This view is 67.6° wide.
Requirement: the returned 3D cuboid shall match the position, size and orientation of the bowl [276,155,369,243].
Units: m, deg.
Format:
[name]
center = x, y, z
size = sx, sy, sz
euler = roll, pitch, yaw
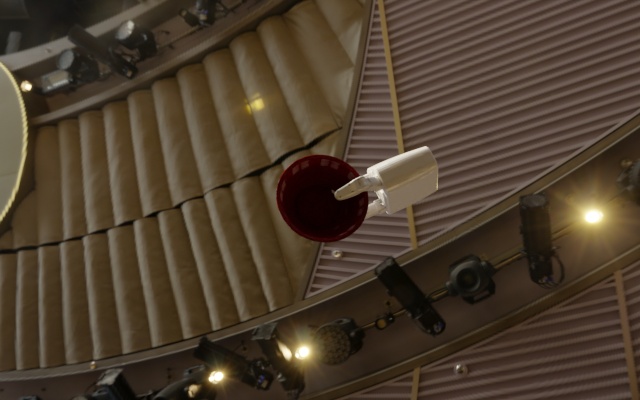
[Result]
[bowl]
center = -0.001, 0.003, 0.843
size = 0.162, 0.162, 0.055
euler = 0, -20, -11
